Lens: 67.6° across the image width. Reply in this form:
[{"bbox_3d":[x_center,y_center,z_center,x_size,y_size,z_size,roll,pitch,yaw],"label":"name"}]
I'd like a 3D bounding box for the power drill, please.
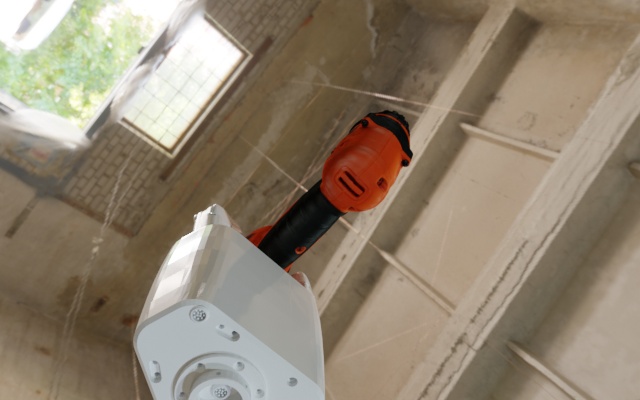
[{"bbox_3d":[0.000,0.002,0.411,0.188,0.057,0.184,-46,0,25],"label":"power drill"}]
